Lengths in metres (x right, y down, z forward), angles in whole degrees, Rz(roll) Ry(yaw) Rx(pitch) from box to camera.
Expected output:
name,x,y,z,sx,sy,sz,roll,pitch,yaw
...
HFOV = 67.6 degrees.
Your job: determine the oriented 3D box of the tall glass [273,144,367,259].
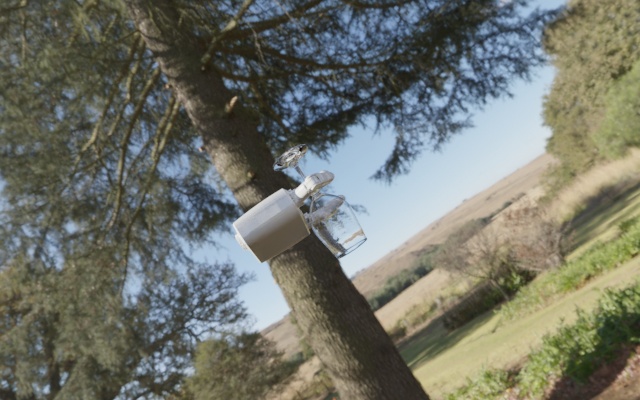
name,x,y,z,sx,sy,sz,roll,pitch,yaw
tall glass,0.000,0.002,0.837,0.079,0.201,0.079,-33,-13,-9
